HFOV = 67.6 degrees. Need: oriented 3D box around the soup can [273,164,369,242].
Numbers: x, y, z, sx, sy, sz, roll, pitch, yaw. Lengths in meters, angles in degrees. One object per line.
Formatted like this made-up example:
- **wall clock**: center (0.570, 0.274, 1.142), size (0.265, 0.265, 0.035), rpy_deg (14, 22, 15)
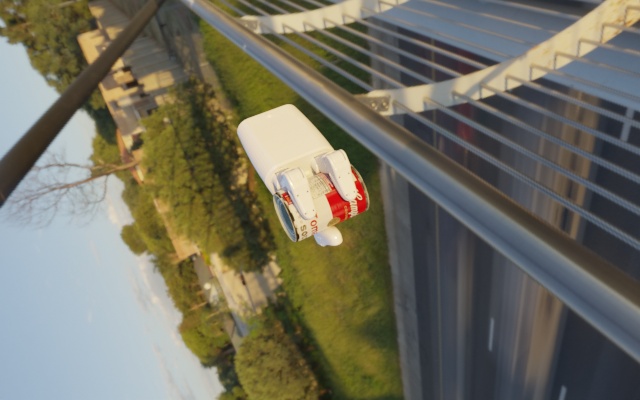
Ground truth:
- **soup can**: center (0.000, 0.002, 0.598), size (0.102, 0.068, 0.068), rpy_deg (-24, 7, -17)
